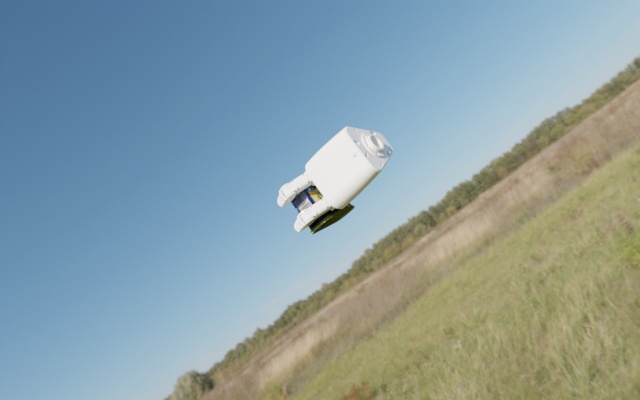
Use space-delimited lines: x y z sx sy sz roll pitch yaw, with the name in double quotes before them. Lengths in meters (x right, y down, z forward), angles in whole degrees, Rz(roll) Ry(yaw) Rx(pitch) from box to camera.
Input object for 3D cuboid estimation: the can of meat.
"can of meat" 0.000 0.003 0.864 0.102 0.084 0.057 -24 -15 -50
